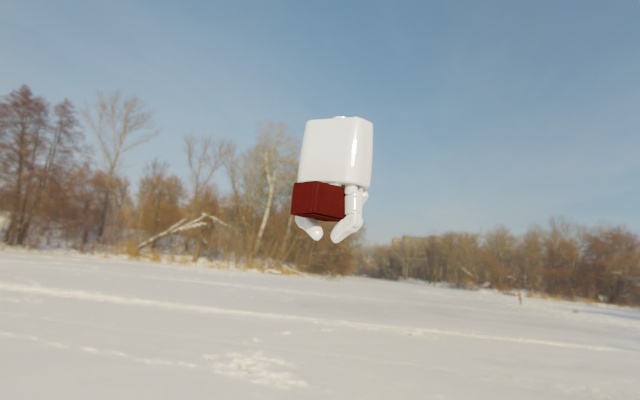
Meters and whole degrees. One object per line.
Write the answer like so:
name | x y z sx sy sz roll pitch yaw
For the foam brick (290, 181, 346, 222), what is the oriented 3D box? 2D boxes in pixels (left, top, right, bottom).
foam brick | 0.000 0.002 0.738 0.053 0.051 0.078 -2 -11 45
